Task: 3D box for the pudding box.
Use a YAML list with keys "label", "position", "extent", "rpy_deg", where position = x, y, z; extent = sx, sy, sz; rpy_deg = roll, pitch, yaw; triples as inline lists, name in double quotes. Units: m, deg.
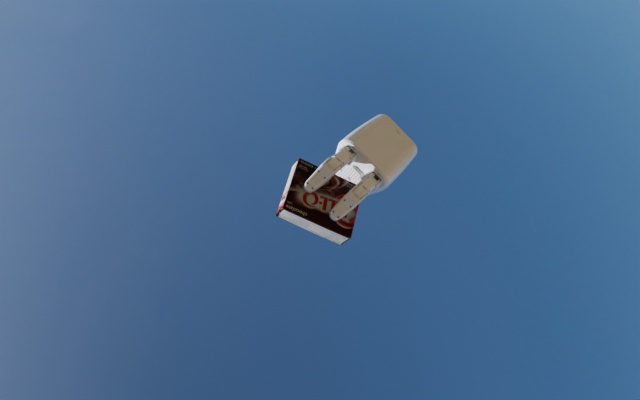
- label: "pudding box"
  position: [0.000, 0.002, 0.704]
  extent: [0.113, 0.090, 0.039]
  rpy_deg: [23, -31, -12]
